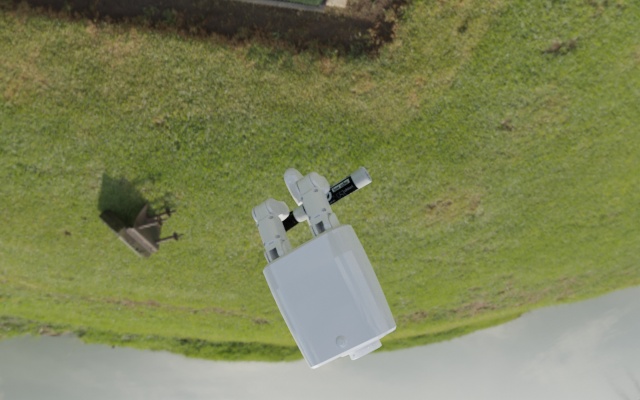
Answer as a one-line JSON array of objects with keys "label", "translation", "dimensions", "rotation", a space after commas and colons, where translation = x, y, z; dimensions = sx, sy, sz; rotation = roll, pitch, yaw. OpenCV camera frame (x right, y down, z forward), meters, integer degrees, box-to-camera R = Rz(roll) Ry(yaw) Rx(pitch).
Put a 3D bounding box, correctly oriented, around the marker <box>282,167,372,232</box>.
[{"label": "marker", "translation": [0.000, 0.002, 0.522], "dimensions": [0.121, 0.020, 0.020], "rotation": [-31, -10, 17]}]
